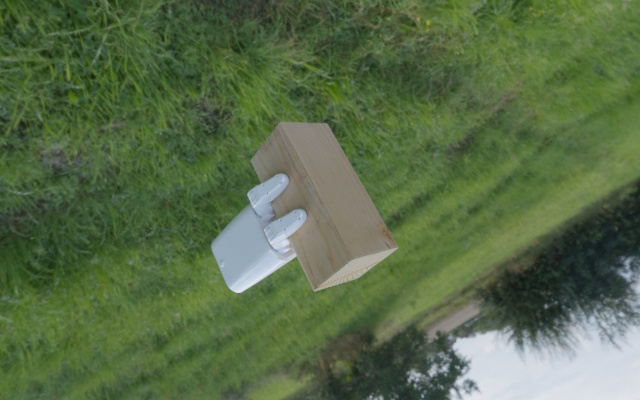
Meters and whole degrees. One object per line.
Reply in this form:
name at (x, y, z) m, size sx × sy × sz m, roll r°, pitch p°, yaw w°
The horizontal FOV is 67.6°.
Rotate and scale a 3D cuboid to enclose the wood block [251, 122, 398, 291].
wood block at (0.000, 0.002, 0.640) m, size 0.091 × 0.206 × 0.090 m, roll -7°, pitch -29°, yaw -44°
